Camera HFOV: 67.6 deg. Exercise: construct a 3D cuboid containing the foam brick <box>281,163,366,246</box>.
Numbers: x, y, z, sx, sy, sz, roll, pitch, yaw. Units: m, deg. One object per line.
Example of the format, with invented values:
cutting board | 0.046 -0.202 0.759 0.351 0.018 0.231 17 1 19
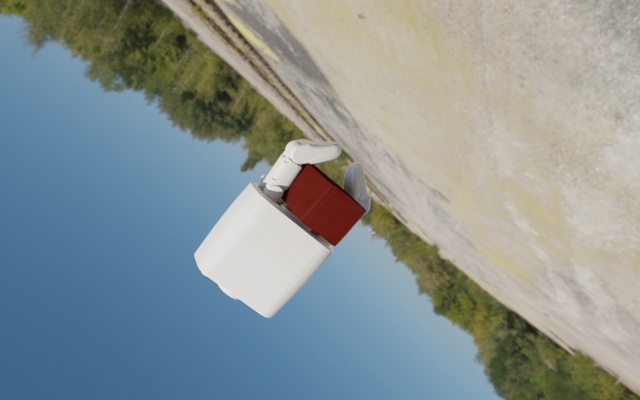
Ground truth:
foam brick | 0.000 0.002 0.503 0.053 0.051 0.078 40 2 -33
